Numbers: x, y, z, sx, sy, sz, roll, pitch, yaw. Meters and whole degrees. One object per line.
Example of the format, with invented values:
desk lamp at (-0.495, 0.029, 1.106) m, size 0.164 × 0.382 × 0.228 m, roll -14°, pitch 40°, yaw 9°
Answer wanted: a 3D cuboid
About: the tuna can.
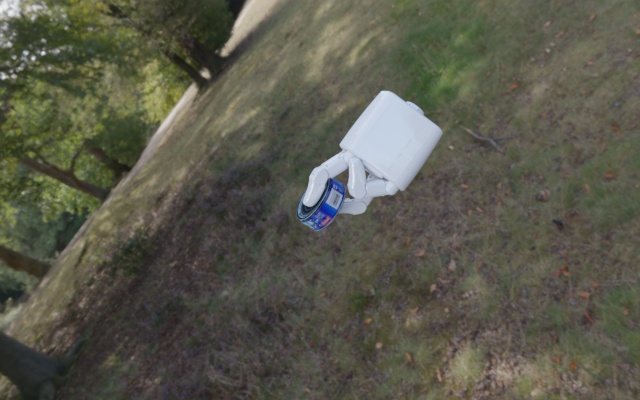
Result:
tuna can at (0.000, 0.002, 0.742) m, size 0.034 × 0.086 × 0.086 m, roll 32°, pitch -14°, yaw -23°
